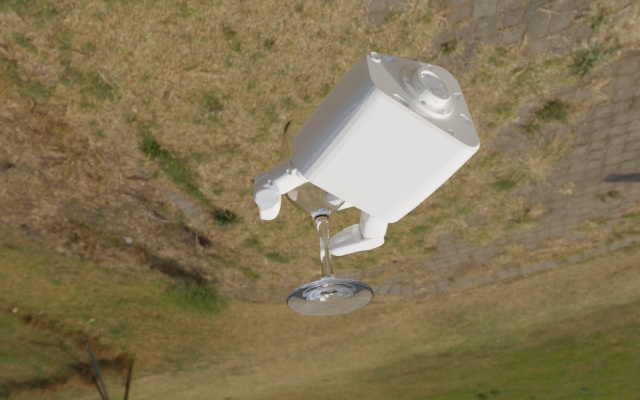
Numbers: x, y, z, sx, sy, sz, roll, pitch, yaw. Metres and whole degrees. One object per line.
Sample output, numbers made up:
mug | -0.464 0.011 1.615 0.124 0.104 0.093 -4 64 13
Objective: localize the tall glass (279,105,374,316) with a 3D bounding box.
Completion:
tall glass | 0.000 0.002 0.458 0.079 0.201 0.079 -4 -34 -3
